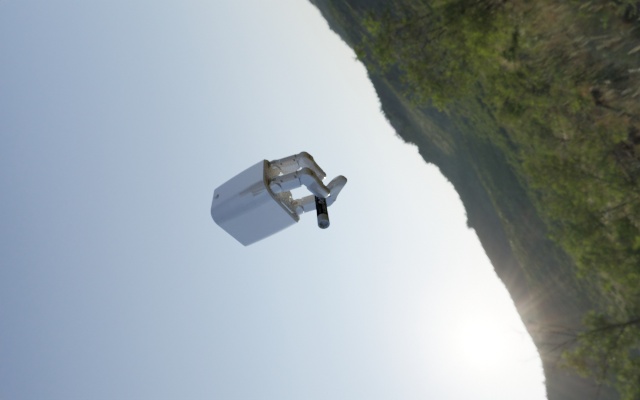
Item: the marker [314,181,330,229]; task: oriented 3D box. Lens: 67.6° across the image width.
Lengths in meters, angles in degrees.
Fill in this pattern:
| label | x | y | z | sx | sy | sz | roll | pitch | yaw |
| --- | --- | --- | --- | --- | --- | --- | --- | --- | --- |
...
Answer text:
| label | x | y | z | sx | sy | sz | roll | pitch | yaw |
| --- | --- | --- | --- | --- | --- | --- | --- | --- | --- |
| marker | 0.000 | 0.002 | 0.752 | 0.020 | 0.020 | 0.121 | 0 | 33 | -5 |
